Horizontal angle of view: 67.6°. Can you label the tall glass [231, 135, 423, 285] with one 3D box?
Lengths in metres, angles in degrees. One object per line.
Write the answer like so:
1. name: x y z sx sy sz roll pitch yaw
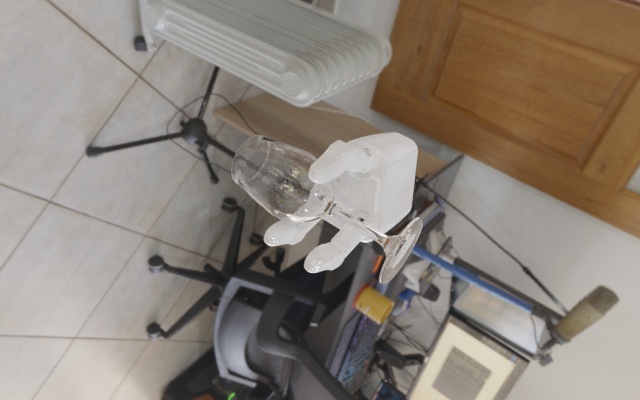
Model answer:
1. tall glass: 0.001 0.002 0.495 0.201 0.079 0.079 31 13 23
